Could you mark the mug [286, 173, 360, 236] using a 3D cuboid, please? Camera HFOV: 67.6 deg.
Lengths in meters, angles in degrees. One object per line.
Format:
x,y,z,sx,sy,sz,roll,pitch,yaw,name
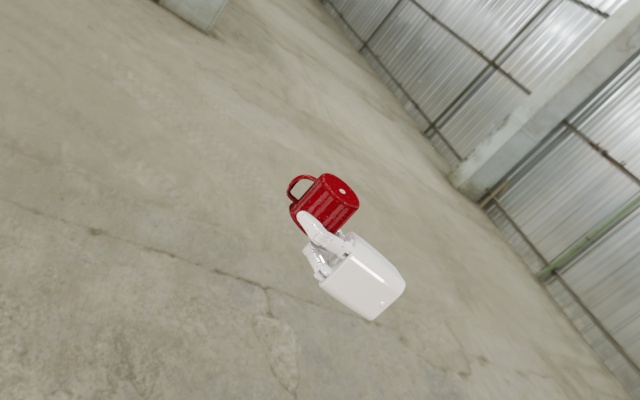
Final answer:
-0.001,0.001,0.774,0.117,0.081,0.093,38,22,-10,mug
